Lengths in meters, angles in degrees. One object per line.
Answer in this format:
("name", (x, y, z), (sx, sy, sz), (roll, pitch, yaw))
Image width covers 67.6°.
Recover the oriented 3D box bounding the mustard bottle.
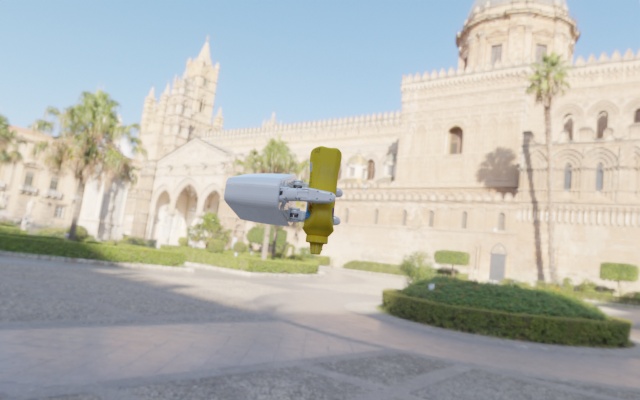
("mustard bottle", (0.001, 0.003, 0.873), (0.058, 0.191, 0.096), (8, -8, -8))
